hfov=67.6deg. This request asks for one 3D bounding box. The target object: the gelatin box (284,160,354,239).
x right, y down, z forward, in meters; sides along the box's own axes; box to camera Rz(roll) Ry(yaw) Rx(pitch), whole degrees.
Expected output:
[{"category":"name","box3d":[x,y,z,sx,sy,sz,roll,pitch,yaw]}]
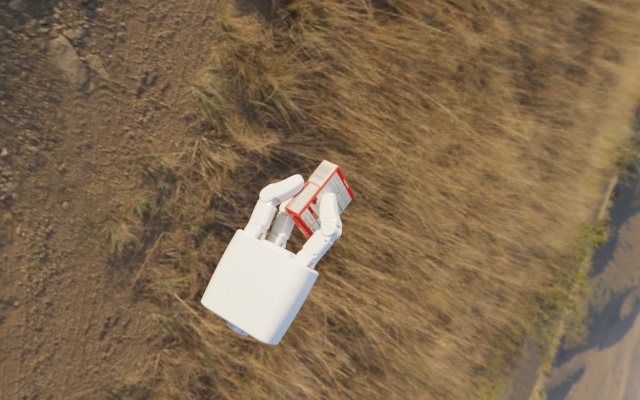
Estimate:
[{"category":"gelatin box","box3d":[0.001,0.002,0.640,0.030,0.089,0.073,28,-18,36]}]
